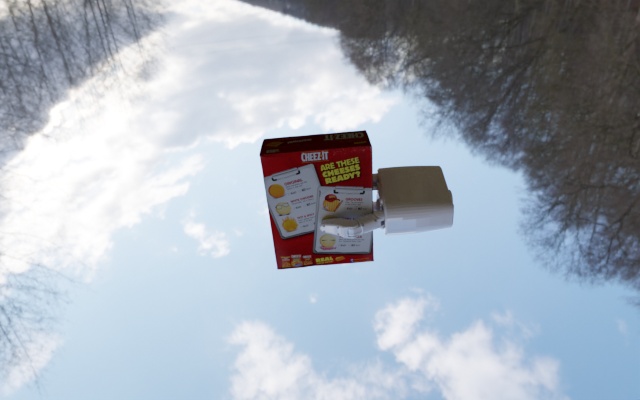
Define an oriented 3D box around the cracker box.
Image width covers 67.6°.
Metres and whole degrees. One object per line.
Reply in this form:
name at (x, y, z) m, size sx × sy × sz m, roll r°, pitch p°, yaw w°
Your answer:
cracker box at (0.000, 0.003, 0.761) m, size 0.164 × 0.214 × 0.072 m, roll -5°, pitch 31°, yaw 0°
